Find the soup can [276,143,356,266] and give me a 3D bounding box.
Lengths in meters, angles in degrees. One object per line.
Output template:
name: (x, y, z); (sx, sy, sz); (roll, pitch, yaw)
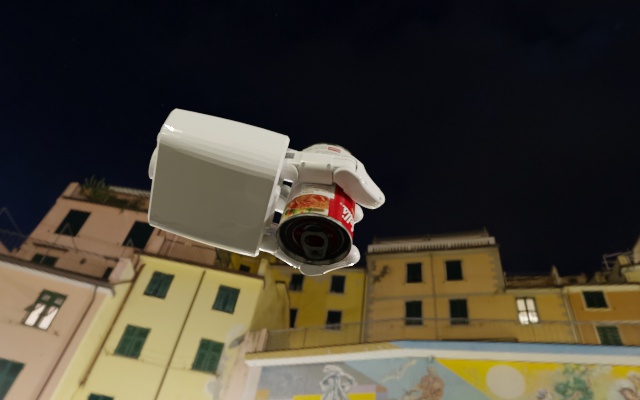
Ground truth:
soup can: (0.001, 0.001, 0.454); (0.068, 0.069, 0.102); (0, 44, 10)
